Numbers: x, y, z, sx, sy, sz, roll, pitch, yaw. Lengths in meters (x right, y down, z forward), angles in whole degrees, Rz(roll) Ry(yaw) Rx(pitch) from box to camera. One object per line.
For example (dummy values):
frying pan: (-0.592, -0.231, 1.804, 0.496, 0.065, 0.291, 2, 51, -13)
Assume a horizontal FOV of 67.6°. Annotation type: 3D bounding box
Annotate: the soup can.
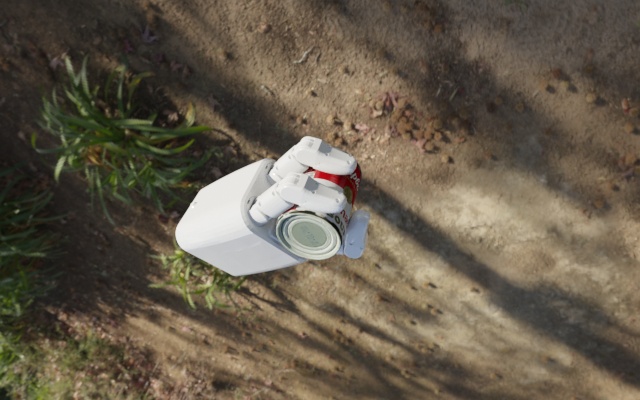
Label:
soup can: (0.000, 0.002, 0.491, 0.068, 0.069, 0.102, 0, 42, 19)
